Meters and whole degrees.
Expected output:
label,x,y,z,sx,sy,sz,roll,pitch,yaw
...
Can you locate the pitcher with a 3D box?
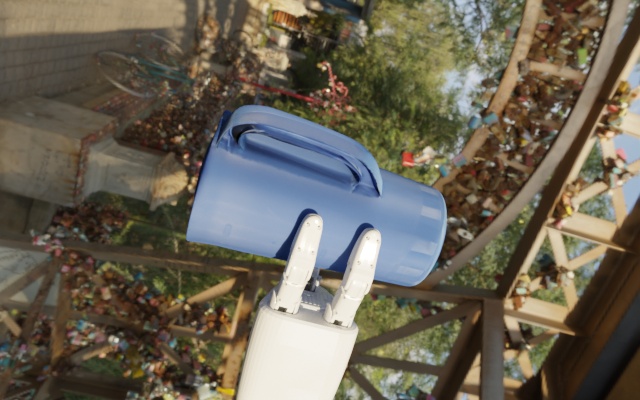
label,x,y,z,sx,sy,sz,roll,pitch,yaw
pitcher,0.000,0.002,0.476,0.243,0.145,0.149,16,7,-9
